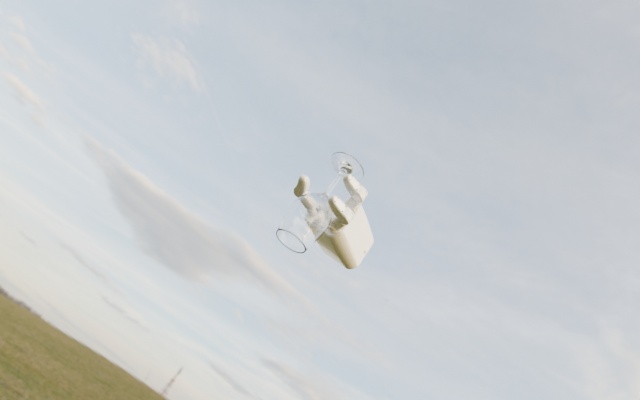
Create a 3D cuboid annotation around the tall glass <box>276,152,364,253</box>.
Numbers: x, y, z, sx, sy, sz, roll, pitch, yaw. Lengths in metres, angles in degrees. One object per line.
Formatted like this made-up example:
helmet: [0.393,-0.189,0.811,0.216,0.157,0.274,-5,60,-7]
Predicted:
tall glass: [0.000,0.002,0.877,0.079,0.079,0.201,0,43,46]
